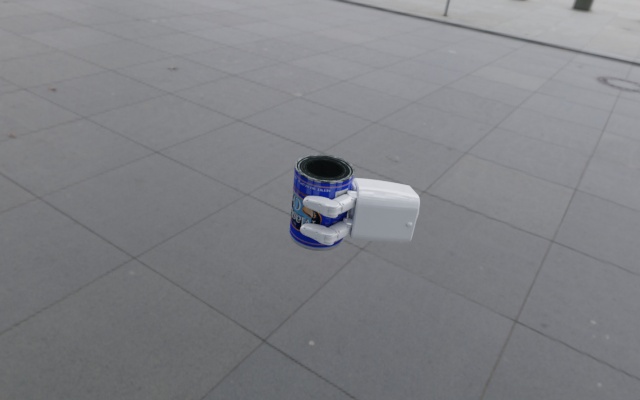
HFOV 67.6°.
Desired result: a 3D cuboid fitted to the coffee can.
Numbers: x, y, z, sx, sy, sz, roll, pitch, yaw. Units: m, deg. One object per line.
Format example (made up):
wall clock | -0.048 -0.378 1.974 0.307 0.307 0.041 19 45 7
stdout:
coffee can | 0.000 0.003 0.844 0.103 0.140 0.102 5 31 -3
